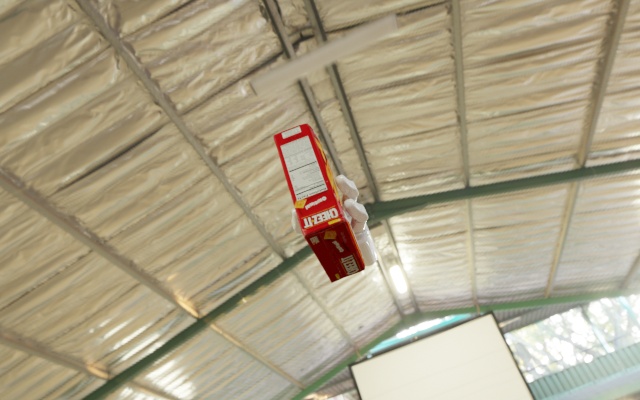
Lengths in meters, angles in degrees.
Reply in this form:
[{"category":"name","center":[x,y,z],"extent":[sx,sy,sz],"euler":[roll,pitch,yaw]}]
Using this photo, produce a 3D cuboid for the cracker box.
[{"category":"cracker box","center":[0.000,0.003,0.791],"extent":[0.072,0.213,0.164],"euler":[-22,-37,3]}]
